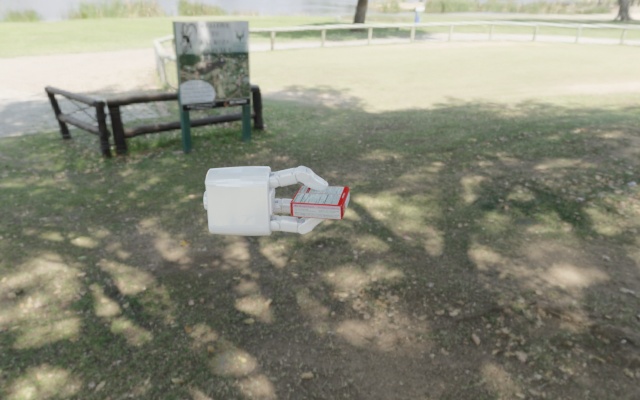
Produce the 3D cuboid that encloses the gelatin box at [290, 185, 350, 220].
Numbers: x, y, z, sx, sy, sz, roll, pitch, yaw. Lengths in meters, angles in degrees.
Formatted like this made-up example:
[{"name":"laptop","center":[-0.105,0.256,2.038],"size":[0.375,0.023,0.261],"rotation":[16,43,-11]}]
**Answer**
[{"name":"gelatin box","center":[0.000,0.002,0.808],"size":[0.089,0.030,0.073],"rotation":[2,26,12]}]
